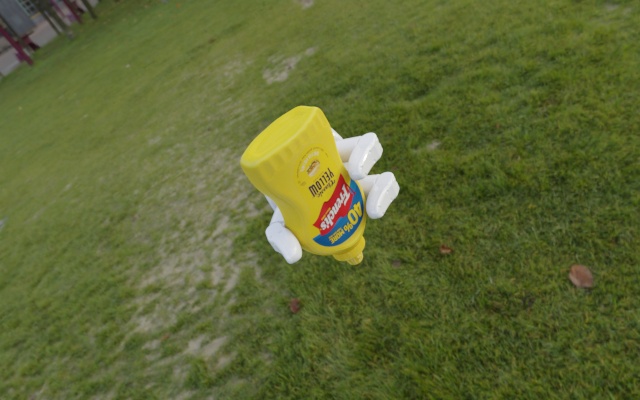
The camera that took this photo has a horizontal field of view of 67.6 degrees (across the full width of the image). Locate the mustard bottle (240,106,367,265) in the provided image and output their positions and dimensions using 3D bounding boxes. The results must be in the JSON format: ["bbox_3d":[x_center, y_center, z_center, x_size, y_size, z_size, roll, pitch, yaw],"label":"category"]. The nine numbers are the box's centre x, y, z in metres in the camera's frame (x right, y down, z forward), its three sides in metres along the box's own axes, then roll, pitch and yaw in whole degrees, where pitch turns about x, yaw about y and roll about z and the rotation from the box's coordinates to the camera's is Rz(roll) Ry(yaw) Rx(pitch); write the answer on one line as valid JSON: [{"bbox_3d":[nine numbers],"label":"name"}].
[{"bbox_3d":[0.000,0.002,0.513,0.058,0.192,0.096,15,55,48],"label":"mustard bottle"}]
